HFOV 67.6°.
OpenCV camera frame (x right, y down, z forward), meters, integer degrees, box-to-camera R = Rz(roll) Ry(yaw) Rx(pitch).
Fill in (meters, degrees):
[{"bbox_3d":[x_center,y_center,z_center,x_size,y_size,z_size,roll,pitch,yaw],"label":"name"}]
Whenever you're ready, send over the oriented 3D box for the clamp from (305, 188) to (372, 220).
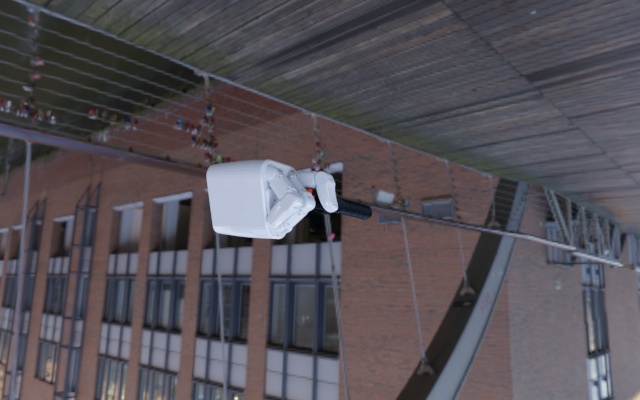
[{"bbox_3d":[0.000,0.003,0.771,0.120,0.039,0.171,5,-8,29],"label":"clamp"}]
